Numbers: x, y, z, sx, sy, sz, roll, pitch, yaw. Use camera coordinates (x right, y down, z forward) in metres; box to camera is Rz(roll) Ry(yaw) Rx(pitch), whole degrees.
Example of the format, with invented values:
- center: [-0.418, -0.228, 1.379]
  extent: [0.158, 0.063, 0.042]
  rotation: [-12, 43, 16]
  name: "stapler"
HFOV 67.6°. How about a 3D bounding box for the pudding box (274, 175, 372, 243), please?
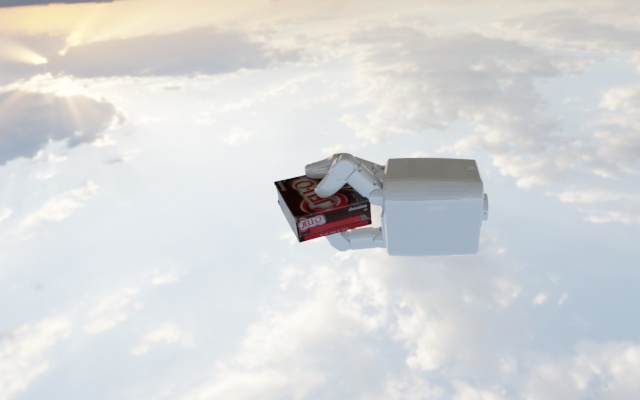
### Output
- center: [0.000, 0.002, 0.576]
  extent: [0.090, 0.039, 0.113]
  rotation: [-13, 25, -14]
  name: "pudding box"
